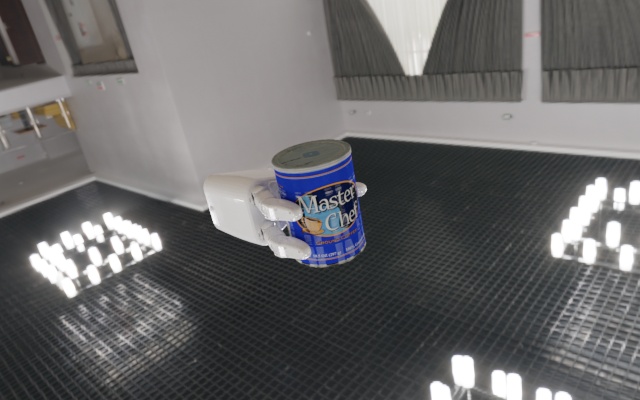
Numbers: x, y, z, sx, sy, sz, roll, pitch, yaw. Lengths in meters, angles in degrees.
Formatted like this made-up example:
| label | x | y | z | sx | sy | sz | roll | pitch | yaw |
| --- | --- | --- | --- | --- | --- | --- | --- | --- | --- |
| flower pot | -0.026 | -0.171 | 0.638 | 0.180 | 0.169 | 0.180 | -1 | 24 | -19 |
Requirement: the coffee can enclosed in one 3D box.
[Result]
| label | x | y | z | sx | sy | sz | roll | pitch | yaw |
| --- | --- | --- | --- | --- | --- | --- | --- | --- | --- |
| coffee can | 0.000 | 0.002 | 0.633 | 0.103 | 0.140 | 0.102 | -9 | 24 | 4 |
